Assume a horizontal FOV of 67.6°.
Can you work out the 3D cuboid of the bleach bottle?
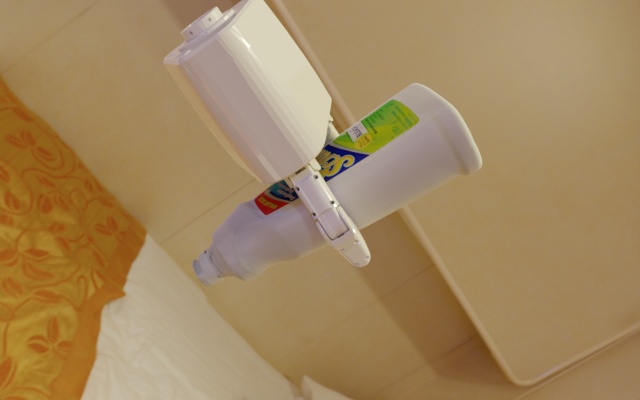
[{"bbox_3d":[0.000,0.001,0.406,0.251,0.068,0.102,-33,29,6],"label":"bleach bottle"}]
